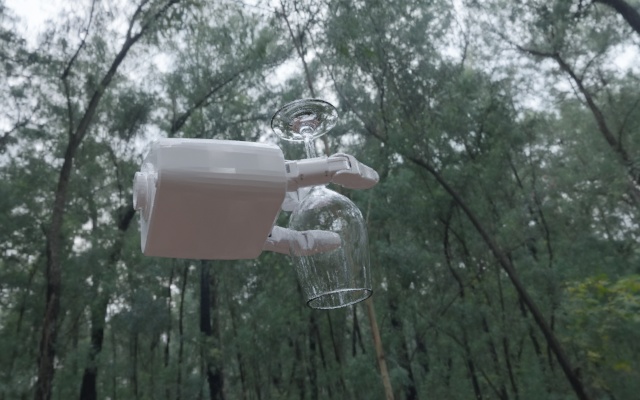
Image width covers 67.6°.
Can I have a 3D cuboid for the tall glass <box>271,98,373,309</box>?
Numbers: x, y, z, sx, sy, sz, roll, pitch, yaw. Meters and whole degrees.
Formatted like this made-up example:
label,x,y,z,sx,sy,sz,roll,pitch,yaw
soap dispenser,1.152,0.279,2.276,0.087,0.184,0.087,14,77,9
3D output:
label,x,y,z,sx,sy,sz,roll,pitch,yaw
tall glass,0.000,0.001,0.474,0.079,0.201,0.079,-10,-25,-5
